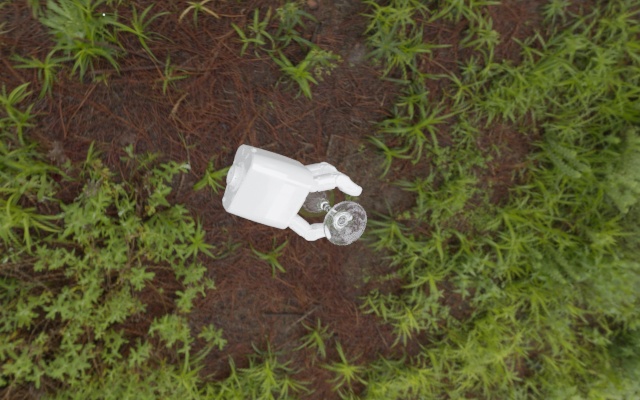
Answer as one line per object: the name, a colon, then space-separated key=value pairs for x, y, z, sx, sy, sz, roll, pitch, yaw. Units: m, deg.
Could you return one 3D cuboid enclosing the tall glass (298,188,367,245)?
tall glass: x=0.000 y=0.003 z=0.828 sx=0.079 sy=0.079 sz=0.201 roll=0 pitch=19 yaw=-24
